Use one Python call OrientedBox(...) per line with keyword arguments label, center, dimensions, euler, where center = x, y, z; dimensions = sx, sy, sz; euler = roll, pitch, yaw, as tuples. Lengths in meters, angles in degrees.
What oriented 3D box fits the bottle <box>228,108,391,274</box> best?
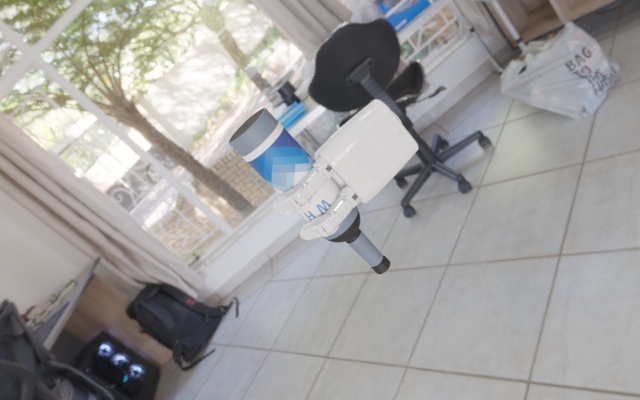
OrientedBox(label="bottle", center=(0.000, 0.002, 0.667), dimensions=(0.296, 0.069, 0.069), euler=(46, -21, -21))
